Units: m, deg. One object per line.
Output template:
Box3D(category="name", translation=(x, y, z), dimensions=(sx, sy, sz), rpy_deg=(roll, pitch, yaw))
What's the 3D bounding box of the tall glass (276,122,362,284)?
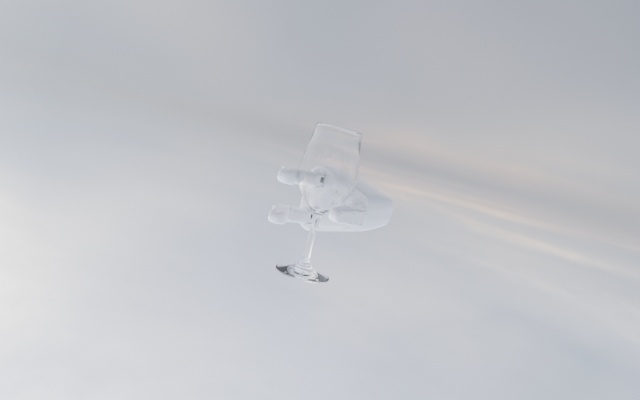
Box3D(category="tall glass", translation=(0.000, 0.003, 0.632), dimensions=(0.079, 0.201, 0.079), rpy_deg=(14, 7, -2))
